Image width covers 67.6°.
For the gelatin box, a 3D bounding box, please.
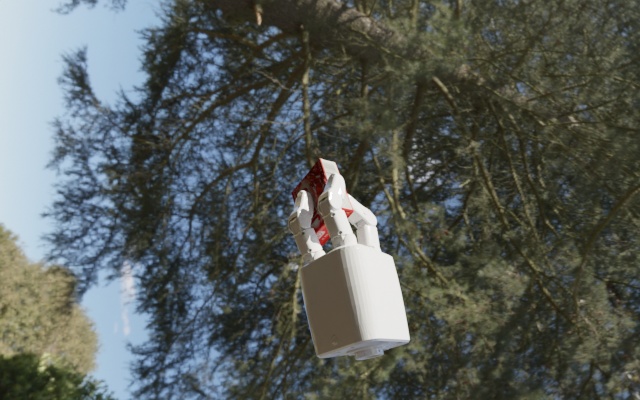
[{"bbox_3d":[0.000,0.002,0.621,0.030,0.089,0.073,13,-46,-35],"label":"gelatin box"}]
